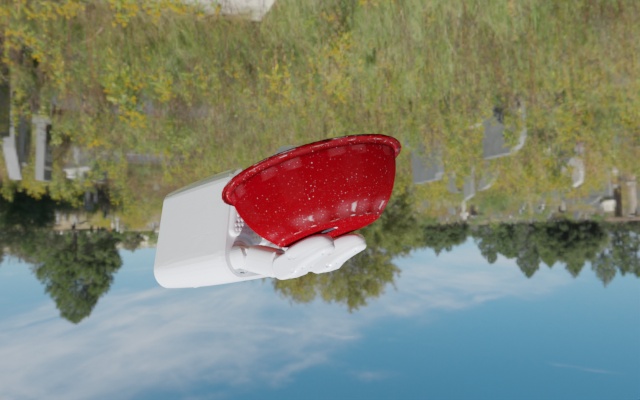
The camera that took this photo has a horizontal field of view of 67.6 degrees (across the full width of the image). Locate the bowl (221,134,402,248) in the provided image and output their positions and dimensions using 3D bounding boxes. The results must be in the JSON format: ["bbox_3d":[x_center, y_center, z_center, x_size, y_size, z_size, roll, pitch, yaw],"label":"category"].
[{"bbox_3d":[0.001,0.001,0.412,0.162,0.055,0.162,-16,-13,-4],"label":"bowl"}]
